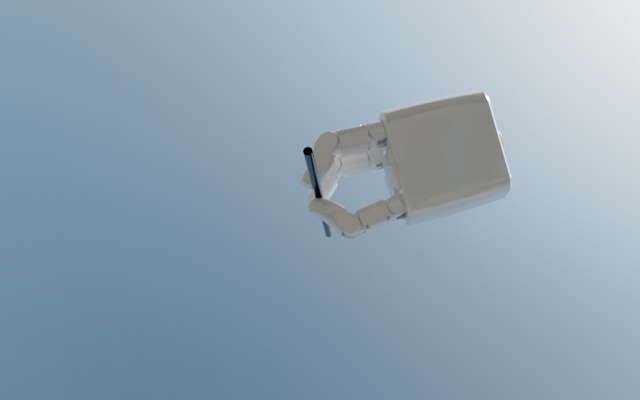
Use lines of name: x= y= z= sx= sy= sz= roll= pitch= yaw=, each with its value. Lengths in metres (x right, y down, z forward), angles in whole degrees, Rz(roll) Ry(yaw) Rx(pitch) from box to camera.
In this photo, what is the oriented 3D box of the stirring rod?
stirring rod: x=0.000 y=0.002 z=0.500 sx=0.011 sy=0.011 sz=0.240 roll=0 pitch=-20 yaw=5
